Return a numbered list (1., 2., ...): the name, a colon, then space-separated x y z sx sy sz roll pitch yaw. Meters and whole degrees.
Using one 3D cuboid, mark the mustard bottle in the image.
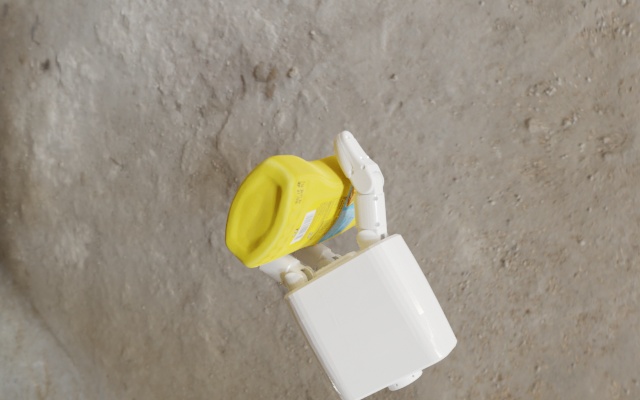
1. mustard bottle: 0.000 0.001 0.456 0.058 0.096 0.191 38 25 23
